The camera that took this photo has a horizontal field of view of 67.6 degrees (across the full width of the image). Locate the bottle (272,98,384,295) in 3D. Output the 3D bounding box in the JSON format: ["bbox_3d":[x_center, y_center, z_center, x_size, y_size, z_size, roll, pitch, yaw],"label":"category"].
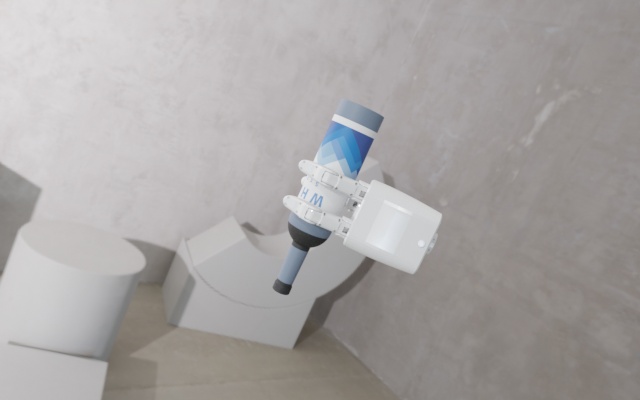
[{"bbox_3d":[0.000,0.002,0.694,0.069,0.296,0.069,24,8,-4],"label":"bottle"}]
